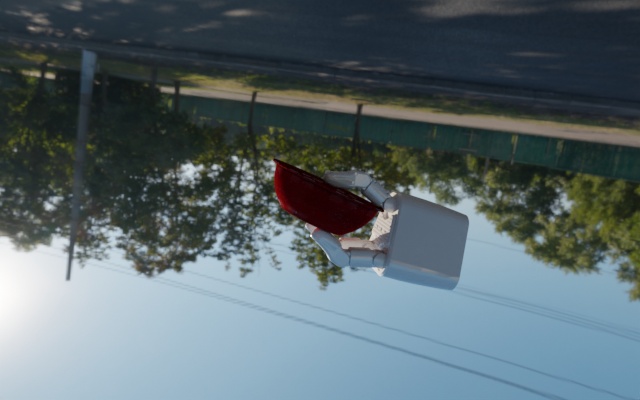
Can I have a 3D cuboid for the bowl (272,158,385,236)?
[{"bbox_3d":[-0.001,0.002,0.630,0.162,0.055,0.162,25,4,-2],"label":"bowl"}]
